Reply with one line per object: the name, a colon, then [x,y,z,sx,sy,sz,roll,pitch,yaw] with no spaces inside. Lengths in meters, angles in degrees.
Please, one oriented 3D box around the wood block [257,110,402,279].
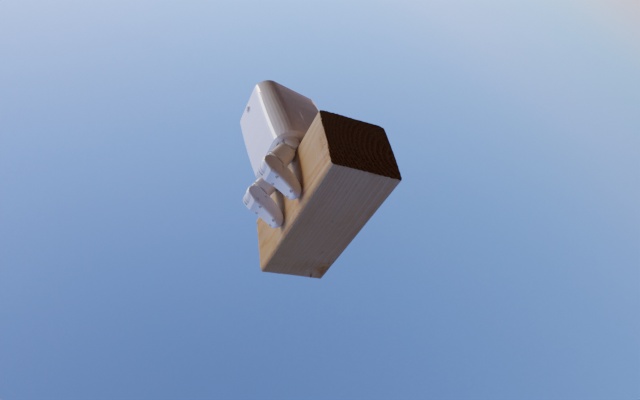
wood block: [0.000,0.002,0.594,0.091,0.090,0.206,10,-44,-25]
